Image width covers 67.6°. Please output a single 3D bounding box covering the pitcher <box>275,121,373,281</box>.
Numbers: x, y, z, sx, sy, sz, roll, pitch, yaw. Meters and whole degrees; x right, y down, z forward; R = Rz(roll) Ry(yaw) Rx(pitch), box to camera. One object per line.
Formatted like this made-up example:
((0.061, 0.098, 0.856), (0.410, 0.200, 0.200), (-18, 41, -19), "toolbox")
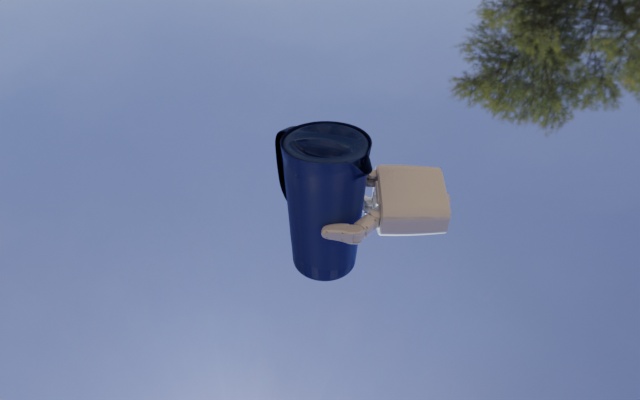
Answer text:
((0.000, 0.003, 0.761), (0.145, 0.243, 0.149), (0, 35, -2), "pitcher")
